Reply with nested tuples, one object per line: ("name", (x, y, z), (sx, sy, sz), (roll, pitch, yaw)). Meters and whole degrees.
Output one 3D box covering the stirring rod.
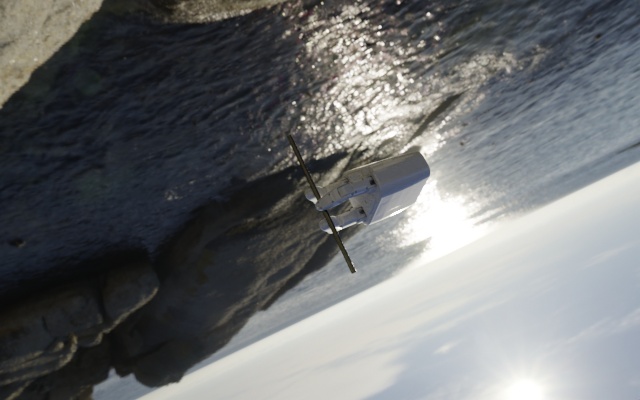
("stirring rod", (0.000, 0.002, 0.742), (0.011, 0.239, 0.011), (-24, -12, -6))
